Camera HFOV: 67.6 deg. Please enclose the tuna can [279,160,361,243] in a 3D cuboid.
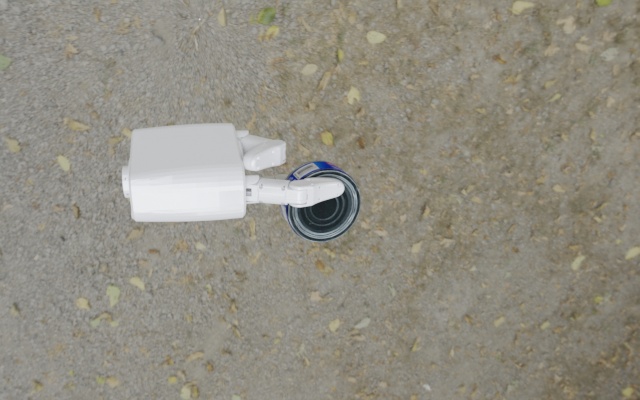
[{"bbox_3d":[0.000,0.002,0.521,0.086,0.086,0.033,0,20,-20],"label":"tuna can"}]
